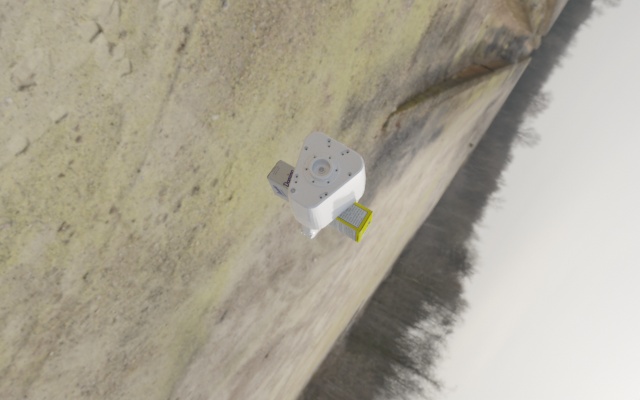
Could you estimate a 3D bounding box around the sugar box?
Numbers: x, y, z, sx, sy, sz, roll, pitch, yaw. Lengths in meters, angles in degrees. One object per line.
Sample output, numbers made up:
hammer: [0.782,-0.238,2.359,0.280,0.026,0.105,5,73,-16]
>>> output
sugar box: [0.001,0.002,0.793,0.176,0.048,0.093,32,-13,12]
